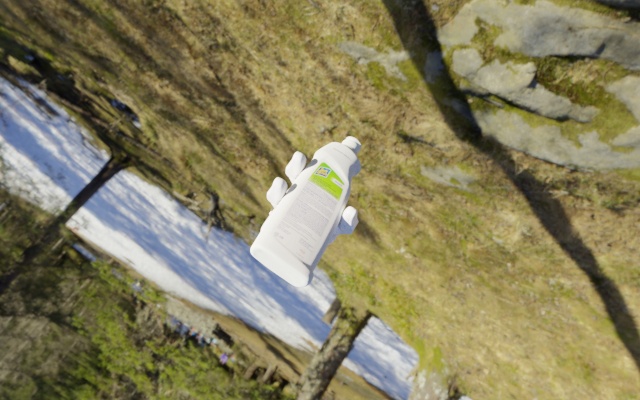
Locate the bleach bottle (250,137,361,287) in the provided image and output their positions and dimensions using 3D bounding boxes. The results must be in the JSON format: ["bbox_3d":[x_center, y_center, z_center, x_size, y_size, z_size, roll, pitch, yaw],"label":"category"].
[{"bbox_3d":[0.000,0.002,0.737,0.102,0.250,0.068,37,-27,-7],"label":"bleach bottle"}]
